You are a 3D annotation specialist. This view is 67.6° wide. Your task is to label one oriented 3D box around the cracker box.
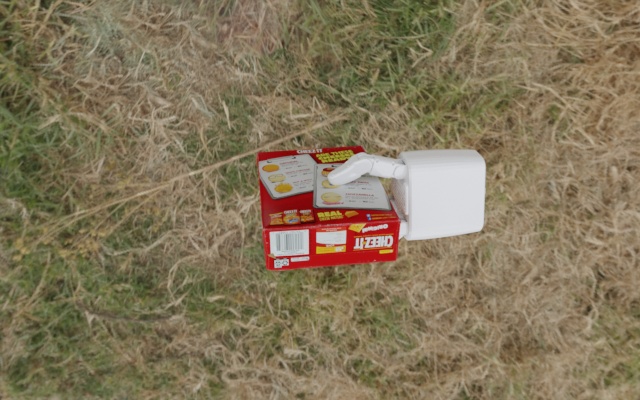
[{"bbox_3d":[0.000,0.002,0.652,0.164,0.072,0.213,-4,30,-7],"label":"cracker box"}]
